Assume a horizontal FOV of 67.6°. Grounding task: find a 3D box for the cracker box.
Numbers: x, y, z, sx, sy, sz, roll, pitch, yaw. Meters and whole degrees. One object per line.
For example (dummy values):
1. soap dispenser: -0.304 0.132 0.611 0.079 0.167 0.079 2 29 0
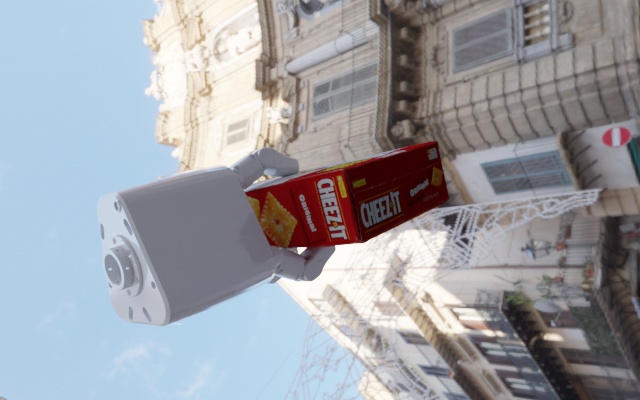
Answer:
1. cracker box: 0.000 0.001 0.504 0.214 0.072 0.164 -9 8 42
